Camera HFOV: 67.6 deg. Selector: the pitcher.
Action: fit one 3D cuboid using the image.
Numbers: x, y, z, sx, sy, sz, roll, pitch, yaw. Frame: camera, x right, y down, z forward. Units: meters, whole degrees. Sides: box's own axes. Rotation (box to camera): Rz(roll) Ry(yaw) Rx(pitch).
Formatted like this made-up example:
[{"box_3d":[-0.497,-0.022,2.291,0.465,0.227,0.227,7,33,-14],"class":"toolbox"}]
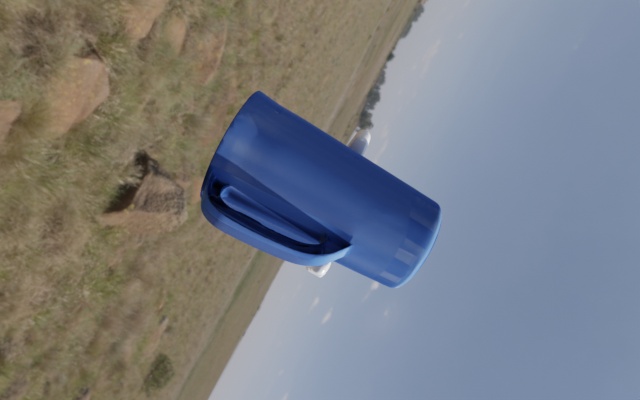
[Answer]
[{"box_3d":[0.000,0.002,0.516,0.243,0.149,0.145,29,-6,-2],"class":"pitcher"}]
